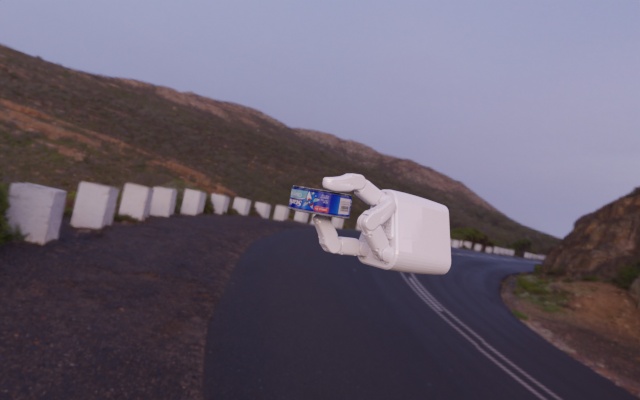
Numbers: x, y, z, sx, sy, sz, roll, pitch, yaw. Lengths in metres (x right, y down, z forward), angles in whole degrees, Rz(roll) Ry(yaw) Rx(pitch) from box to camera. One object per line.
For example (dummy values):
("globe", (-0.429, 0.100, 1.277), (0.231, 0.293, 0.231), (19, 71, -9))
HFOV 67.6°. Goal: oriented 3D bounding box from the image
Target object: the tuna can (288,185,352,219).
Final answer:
("tuna can", (0.000, 0.002, 0.659), (0.086, 0.034, 0.086), (9, 1, 0))
